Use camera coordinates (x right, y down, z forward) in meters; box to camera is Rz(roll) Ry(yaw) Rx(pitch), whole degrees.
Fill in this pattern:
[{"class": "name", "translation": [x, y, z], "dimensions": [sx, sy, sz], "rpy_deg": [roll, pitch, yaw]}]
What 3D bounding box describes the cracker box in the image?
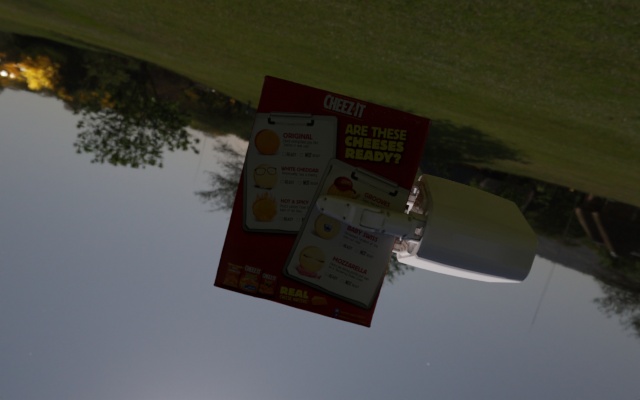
[{"class": "cracker box", "translation": [0.000, 0.002, 0.488], "dimensions": [0.164, 0.214, 0.072], "rpy_deg": [15, 7, -1]}]
